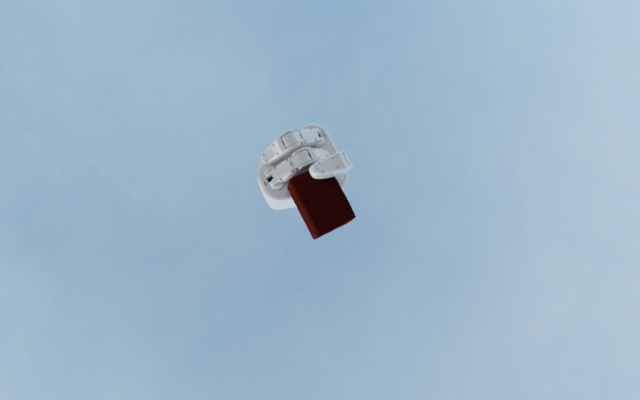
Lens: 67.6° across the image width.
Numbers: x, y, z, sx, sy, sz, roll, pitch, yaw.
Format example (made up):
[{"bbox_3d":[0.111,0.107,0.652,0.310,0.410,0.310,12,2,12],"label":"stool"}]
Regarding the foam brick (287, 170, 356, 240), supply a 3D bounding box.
[{"bbox_3d":[0.000,0.002,0.584,0.053,0.078,0.051,-26,-7,-11],"label":"foam brick"}]
